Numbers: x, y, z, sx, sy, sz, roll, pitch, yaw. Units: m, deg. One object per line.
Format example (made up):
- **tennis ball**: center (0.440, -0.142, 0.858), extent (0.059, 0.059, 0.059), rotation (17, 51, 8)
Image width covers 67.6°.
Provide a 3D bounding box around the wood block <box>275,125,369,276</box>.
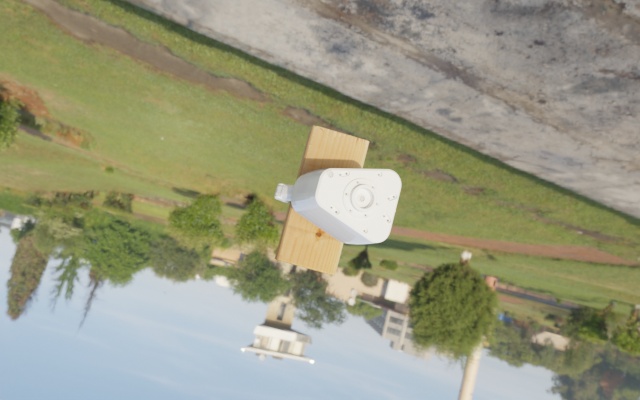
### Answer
- **wood block**: center (0.000, 0.002, 0.737), extent (0.091, 0.206, 0.090), rotation (16, -8, -5)
